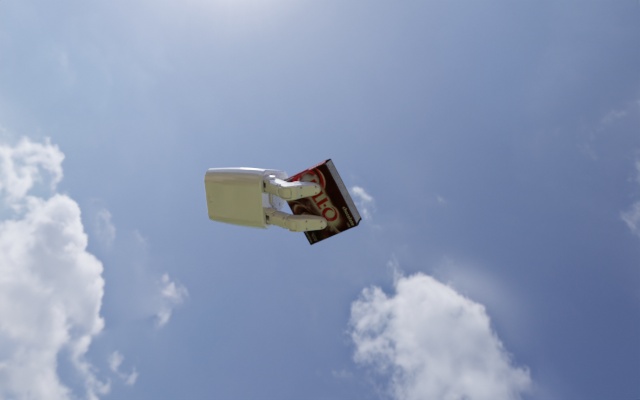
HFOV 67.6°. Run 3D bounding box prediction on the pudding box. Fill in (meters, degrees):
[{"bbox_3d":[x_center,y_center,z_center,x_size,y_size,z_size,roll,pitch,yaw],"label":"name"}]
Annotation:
[{"bbox_3d":[0.000,0.002,0.755,0.090,0.113,0.039,-25,11,26],"label":"pudding box"}]
